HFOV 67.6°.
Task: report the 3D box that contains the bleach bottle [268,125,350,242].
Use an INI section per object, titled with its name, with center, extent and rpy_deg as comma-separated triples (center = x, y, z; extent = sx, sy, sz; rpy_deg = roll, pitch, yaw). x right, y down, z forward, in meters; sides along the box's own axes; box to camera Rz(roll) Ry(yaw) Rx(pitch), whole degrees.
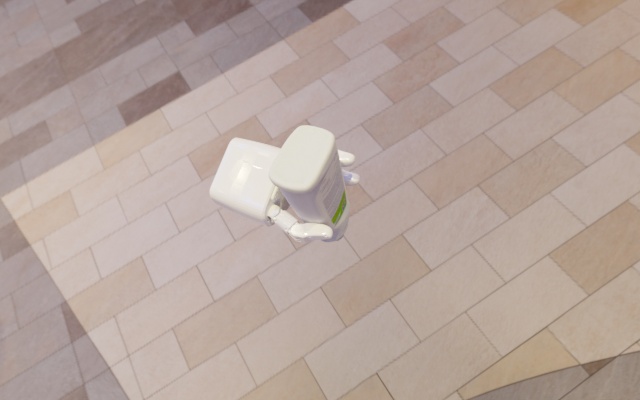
[bleach bottle]
center = 0.000, 0.002, 0.714
extent = 0.068, 0.102, 0.251
rpy_deg = 19, -24, 22
